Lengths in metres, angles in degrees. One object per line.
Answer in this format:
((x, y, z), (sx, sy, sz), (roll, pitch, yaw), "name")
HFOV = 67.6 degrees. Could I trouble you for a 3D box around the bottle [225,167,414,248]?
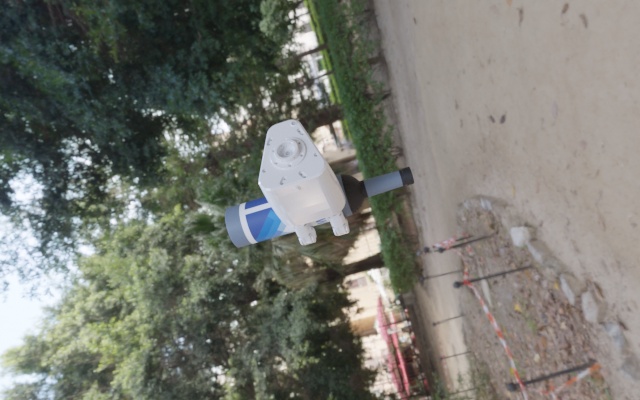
((0.000, 0.003, 0.750), (0.296, 0.069, 0.069), (-17, -2, 7), "bottle")
